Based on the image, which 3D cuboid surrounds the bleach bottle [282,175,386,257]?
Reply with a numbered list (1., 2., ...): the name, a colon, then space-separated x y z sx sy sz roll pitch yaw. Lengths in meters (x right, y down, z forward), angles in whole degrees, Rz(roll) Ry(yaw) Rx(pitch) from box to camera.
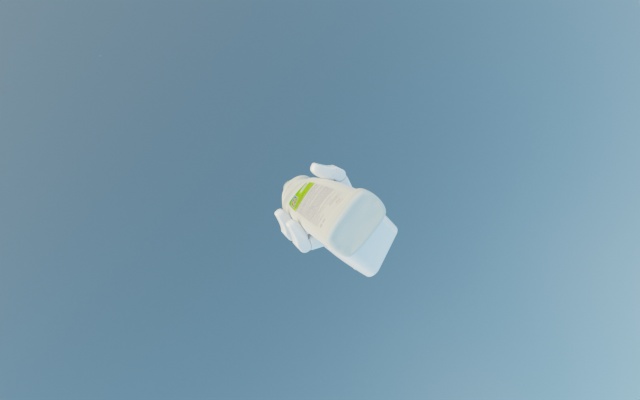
1. bleach bottle: 0.000 0.003 0.781 0.068 0.102 0.250 40 -3 -29
